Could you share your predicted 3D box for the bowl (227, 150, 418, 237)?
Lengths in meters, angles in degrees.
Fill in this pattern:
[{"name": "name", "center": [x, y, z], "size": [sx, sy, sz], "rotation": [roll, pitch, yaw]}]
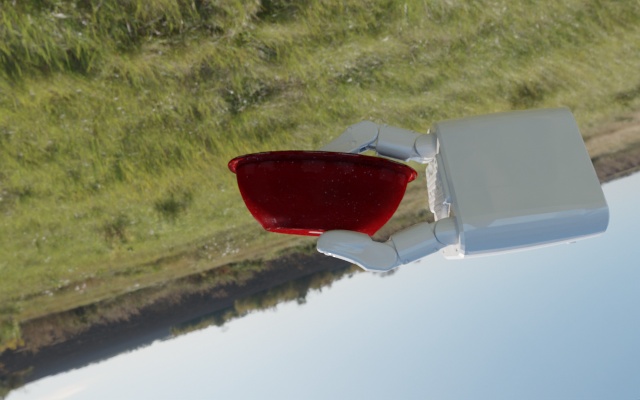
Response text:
[{"name": "bowl", "center": [-0.001, 0.002, 0.409], "size": [0.162, 0.055, 0.162], "rotation": [3, -7, 0]}]
